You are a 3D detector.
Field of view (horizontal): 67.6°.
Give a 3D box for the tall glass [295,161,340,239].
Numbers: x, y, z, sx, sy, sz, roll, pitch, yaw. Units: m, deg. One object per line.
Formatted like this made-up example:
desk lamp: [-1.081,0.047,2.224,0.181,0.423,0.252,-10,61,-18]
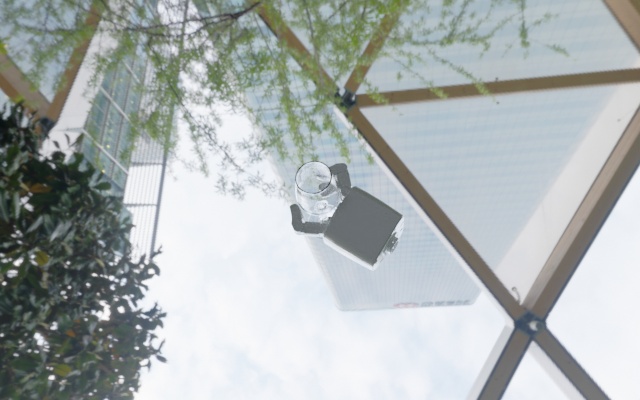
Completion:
tall glass: [0.000,0.003,0.876,0.079,0.079,0.201,0,-25,8]
